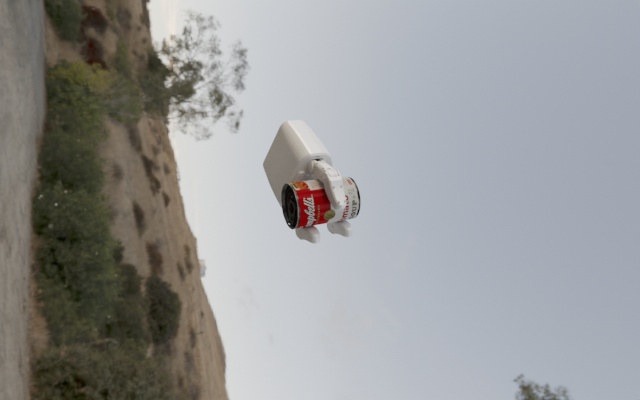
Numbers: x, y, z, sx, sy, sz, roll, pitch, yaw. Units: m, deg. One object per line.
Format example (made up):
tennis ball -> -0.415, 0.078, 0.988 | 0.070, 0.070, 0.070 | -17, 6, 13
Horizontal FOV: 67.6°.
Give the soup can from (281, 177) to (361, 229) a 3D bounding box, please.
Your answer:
soup can -> 0.001, 0.003, 0.715 | 0.102, 0.068, 0.068 | -8, 3, -24
